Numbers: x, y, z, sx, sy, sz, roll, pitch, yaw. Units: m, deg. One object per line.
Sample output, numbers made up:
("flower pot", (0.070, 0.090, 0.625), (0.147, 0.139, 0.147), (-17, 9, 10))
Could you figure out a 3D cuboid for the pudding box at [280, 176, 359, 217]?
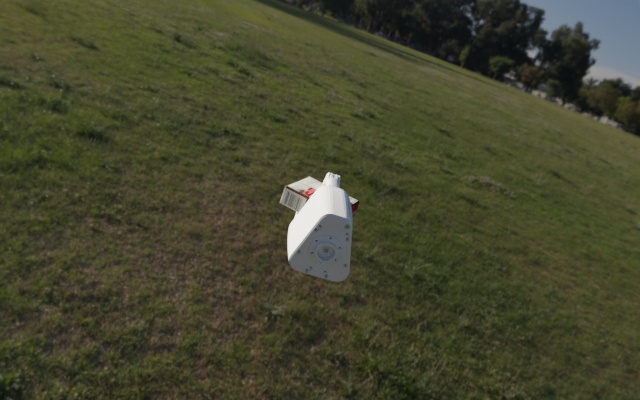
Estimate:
("pudding box", (0.000, 0.003, 0.835), (0.113, 0.039, 0.090), (28, 24, 17))
